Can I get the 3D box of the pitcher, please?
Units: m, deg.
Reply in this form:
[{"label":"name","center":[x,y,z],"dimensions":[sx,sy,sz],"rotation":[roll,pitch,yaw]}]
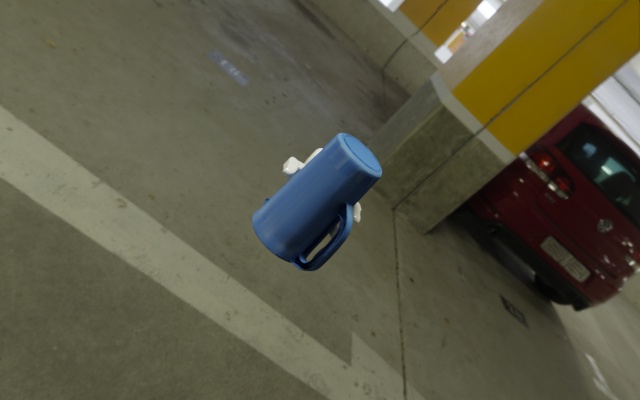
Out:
[{"label":"pitcher","center":[0.000,0.003,0.879],"dimensions":[0.149,0.243,0.145],"rotation":[41,23,-9]}]
